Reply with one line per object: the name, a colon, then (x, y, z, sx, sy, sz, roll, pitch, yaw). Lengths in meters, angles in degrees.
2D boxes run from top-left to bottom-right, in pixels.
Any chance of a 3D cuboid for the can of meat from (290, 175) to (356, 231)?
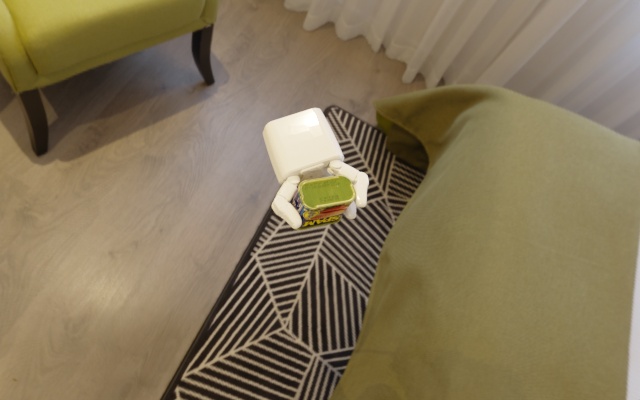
can of meat: (0.000, 0.003, 0.803, 0.102, 0.057, 0.084, -10, -22, -23)
